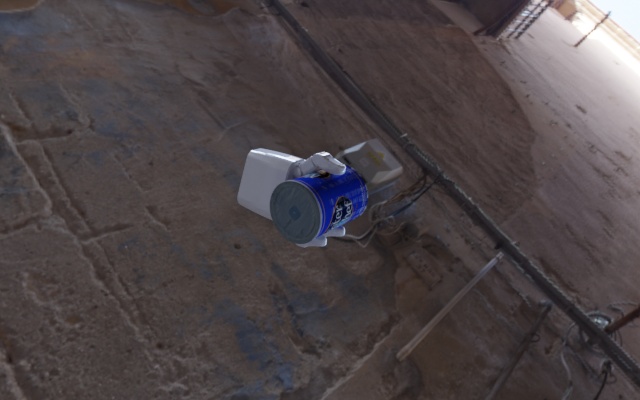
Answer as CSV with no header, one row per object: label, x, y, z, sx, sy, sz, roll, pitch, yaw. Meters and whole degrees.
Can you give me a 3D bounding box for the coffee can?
coffee can,0.000,0.003,0.795,0.103,0.103,0.140,0,14,38
